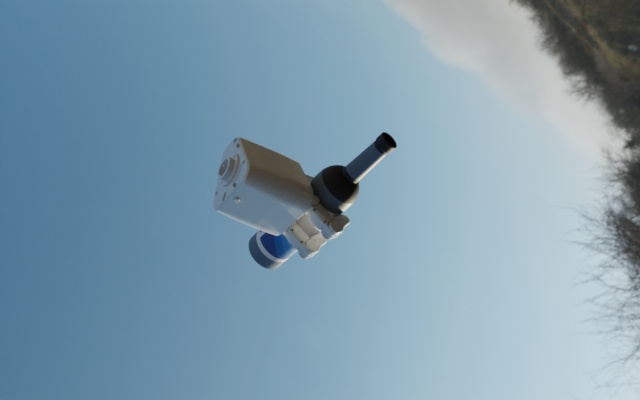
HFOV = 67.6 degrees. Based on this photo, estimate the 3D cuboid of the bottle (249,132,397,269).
[{"bbox_3d":[0.000,0.002,0.712,0.069,0.069,0.296,0,-34,-49],"label":"bottle"}]
